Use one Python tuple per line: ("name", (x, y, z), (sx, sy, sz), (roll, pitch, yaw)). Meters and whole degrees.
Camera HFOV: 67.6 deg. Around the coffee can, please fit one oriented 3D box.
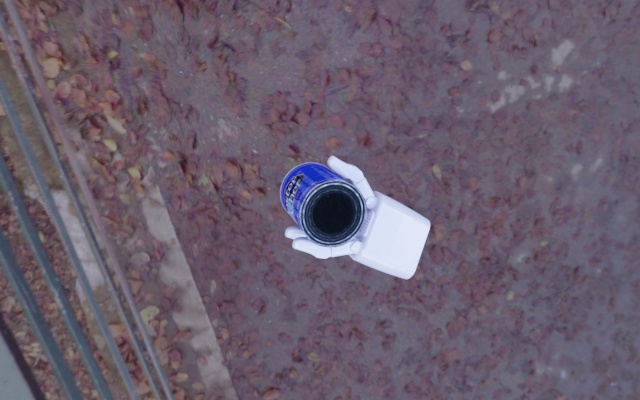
("coffee can", (0.000, 0.002, 0.747), (0.103, 0.103, 0.140), (0, 15, -16))
